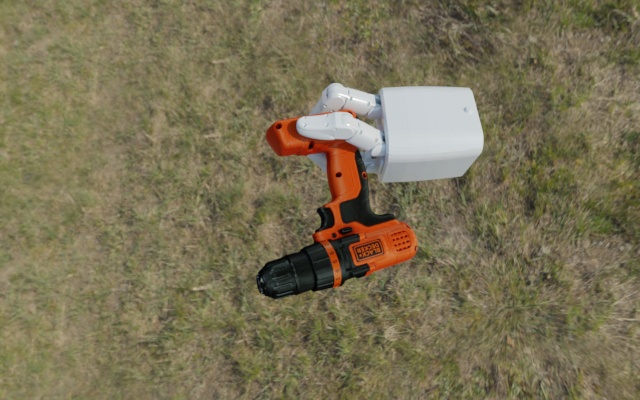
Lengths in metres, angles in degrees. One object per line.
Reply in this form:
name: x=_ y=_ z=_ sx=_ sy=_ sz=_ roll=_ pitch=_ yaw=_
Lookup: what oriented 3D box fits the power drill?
power drill: x=0.000 y=0.001 z=0.527 sx=0.184 sy=0.187 sz=0.057 roll=-14 pitch=-8 yaw=-21
